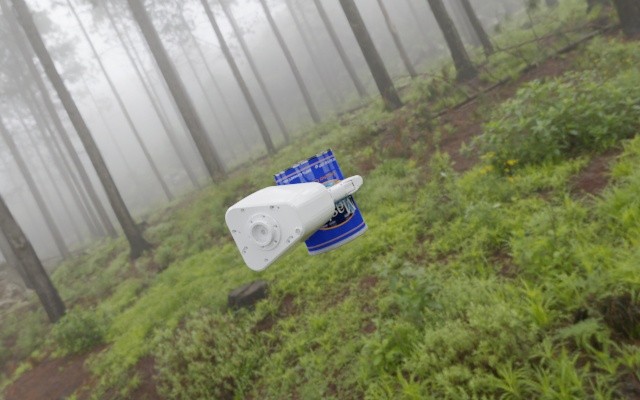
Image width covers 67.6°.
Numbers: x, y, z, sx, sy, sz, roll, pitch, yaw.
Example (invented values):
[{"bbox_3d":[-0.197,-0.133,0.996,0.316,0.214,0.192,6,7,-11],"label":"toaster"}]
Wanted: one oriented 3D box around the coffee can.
[{"bbox_3d":[0.000,0.003,0.759,0.103,0.140,0.103,-25,4,2],"label":"coffee can"}]
